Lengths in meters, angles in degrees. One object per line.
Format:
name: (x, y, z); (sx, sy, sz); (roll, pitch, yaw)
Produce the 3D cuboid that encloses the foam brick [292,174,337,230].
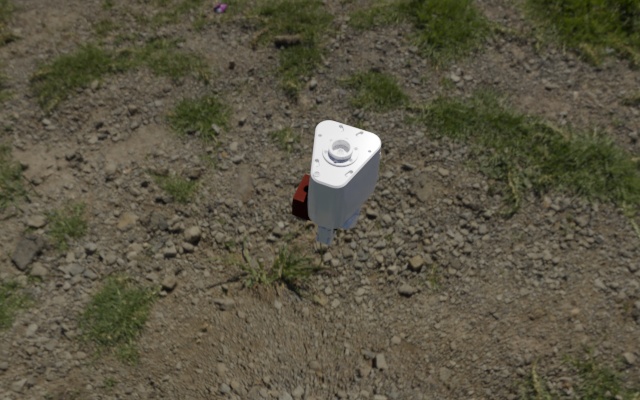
foam brick: (0.000, 0.002, 0.750); (0.078, 0.053, 0.051); (19, -31, 10)
